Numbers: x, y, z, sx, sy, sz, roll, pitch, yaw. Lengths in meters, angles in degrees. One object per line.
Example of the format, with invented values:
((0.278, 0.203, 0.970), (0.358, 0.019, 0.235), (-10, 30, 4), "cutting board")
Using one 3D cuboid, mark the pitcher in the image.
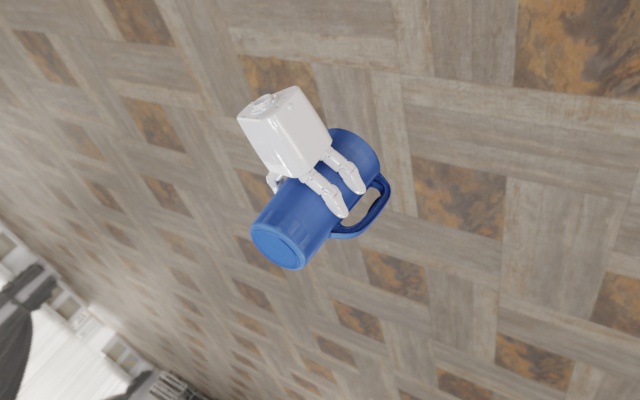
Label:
((0.000, 0.003, 0.813), (0.149, 0.145, 0.242), (0, 42, 45), "pitcher")
